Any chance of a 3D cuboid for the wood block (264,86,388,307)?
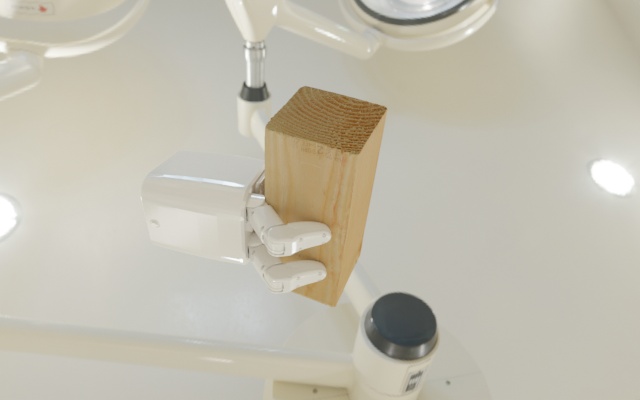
[{"bbox_3d":[0.000,0.001,0.496,0.090,0.206,0.090,18,43,13],"label":"wood block"}]
